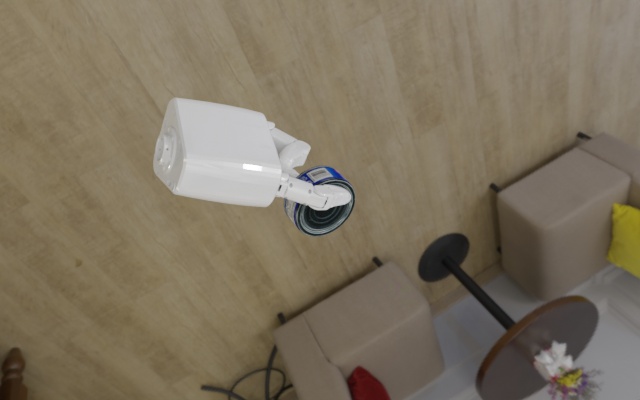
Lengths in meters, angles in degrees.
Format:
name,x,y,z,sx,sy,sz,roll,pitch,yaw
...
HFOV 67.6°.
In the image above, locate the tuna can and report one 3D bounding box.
name,x,y,z,sx,sy,sz,roll,pitch,yaw
tuna can,0.000,0.002,0.590,0.086,0.086,0.033,0,32,-34
